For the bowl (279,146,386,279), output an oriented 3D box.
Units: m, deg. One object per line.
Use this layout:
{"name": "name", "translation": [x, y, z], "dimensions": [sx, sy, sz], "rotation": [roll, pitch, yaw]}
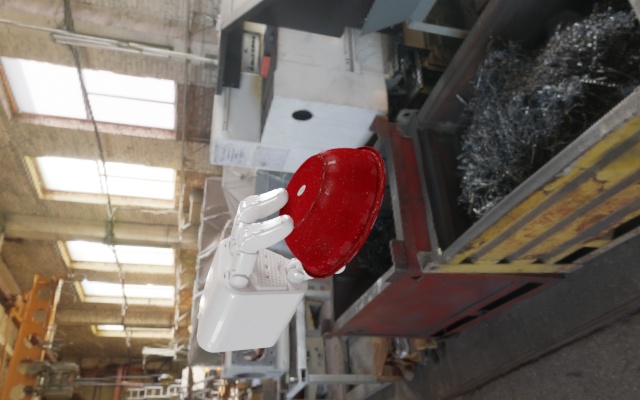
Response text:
{"name": "bowl", "translation": [0.000, 0.000, 0.531], "dimensions": [0.055, 0.162, 0.162], "rotation": [26, -12, -25]}
